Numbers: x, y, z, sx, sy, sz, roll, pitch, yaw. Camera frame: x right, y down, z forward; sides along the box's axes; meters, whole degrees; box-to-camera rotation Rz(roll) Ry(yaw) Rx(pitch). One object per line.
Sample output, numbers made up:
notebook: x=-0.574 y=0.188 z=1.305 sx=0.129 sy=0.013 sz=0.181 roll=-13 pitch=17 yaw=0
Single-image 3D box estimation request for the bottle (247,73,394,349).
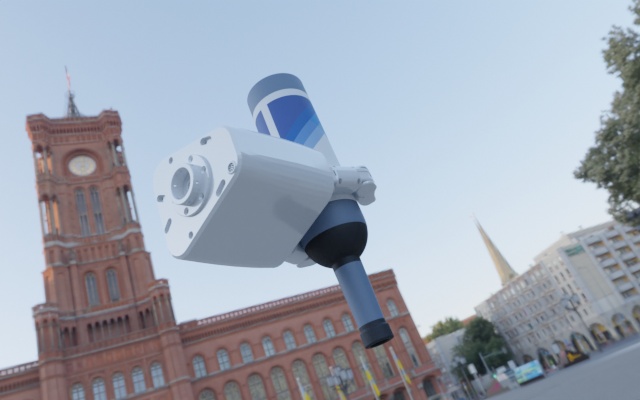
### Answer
bottle: x=0.000 y=0.001 z=0.477 sx=0.069 sy=0.295 sz=0.069 roll=-18 pitch=-26 yaw=-9
